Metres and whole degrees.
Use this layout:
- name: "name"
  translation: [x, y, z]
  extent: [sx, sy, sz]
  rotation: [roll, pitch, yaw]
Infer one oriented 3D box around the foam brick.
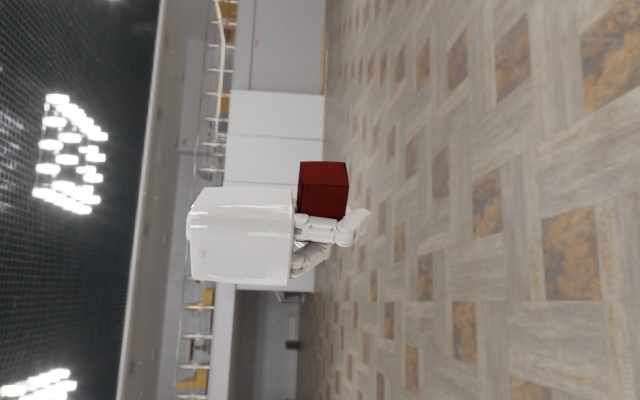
- name: "foam brick"
  translation: [0.000, 0.001, 0.528]
  extent: [0.051, 0.078, 0.053]
  rotation: [4, 32, -6]
